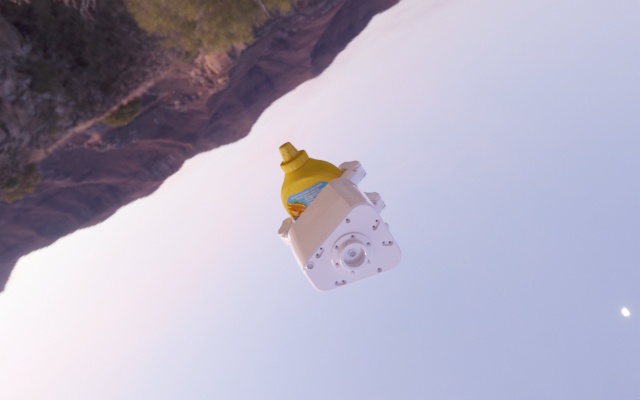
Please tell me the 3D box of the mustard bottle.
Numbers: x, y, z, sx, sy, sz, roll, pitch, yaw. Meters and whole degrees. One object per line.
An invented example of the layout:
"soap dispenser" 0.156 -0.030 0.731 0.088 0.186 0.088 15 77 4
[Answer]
"mustard bottle" 0.000 0.002 0.666 0.096 0.192 0.058 -25 21 23
